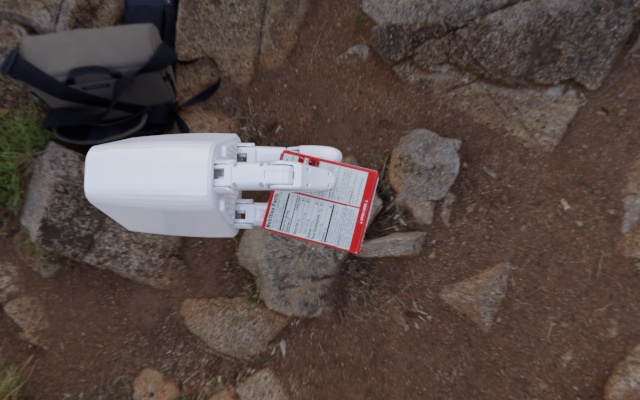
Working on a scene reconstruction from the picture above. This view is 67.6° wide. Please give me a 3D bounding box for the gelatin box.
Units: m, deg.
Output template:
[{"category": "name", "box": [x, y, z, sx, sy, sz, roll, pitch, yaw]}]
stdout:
[{"category": "gelatin box", "box": [0.000, 0.001, 0.421, 0.089, 0.073, 0.030, 14, -4, 9]}]
